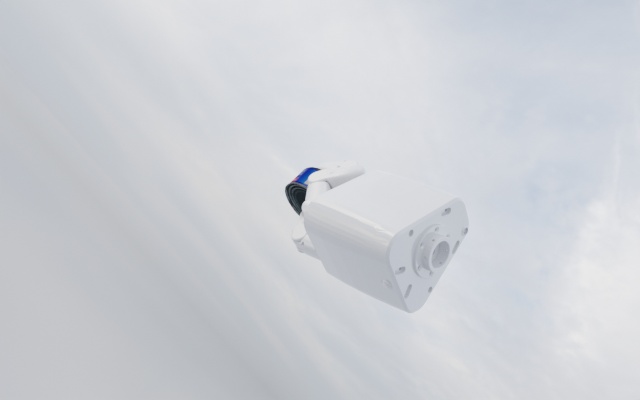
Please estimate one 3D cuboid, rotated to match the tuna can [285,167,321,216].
[{"bbox_3d":[0.000,0.001,0.572,0.033,0.086,0.086,-46,22,-23],"label":"tuna can"}]
